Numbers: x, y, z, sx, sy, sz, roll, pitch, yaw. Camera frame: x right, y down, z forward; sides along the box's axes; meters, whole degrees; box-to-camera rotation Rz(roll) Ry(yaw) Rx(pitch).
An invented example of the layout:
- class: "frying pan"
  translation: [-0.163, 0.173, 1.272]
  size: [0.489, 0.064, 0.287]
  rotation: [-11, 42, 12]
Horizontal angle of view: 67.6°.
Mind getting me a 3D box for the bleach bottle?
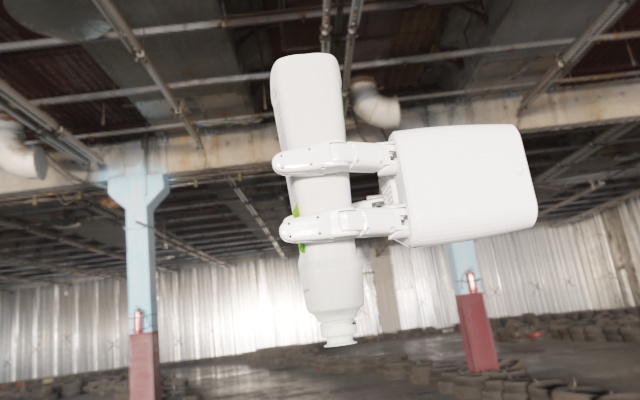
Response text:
- class: "bleach bottle"
  translation: [0.000, 0.001, 0.434]
  size: [0.068, 0.250, 0.102]
  rotation: [-7, -14, -4]
